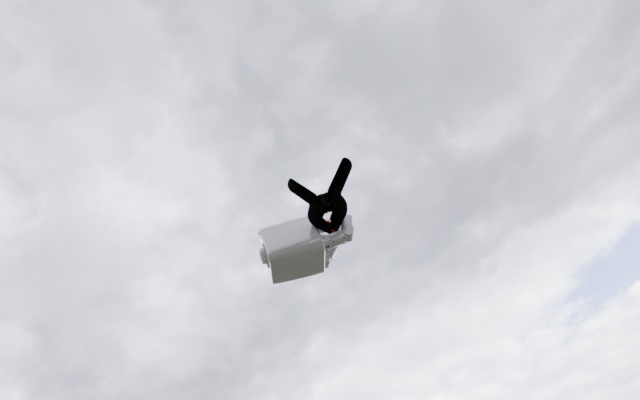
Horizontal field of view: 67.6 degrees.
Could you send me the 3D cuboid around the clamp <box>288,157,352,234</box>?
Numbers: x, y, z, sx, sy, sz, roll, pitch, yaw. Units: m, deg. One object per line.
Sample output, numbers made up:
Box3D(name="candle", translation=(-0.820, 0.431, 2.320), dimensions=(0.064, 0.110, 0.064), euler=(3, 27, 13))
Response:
Box3D(name="clamp", translation=(0.000, 0.003, 0.885), dimensions=(0.120, 0.172, 0.039), euler=(-11, 41, -11))
